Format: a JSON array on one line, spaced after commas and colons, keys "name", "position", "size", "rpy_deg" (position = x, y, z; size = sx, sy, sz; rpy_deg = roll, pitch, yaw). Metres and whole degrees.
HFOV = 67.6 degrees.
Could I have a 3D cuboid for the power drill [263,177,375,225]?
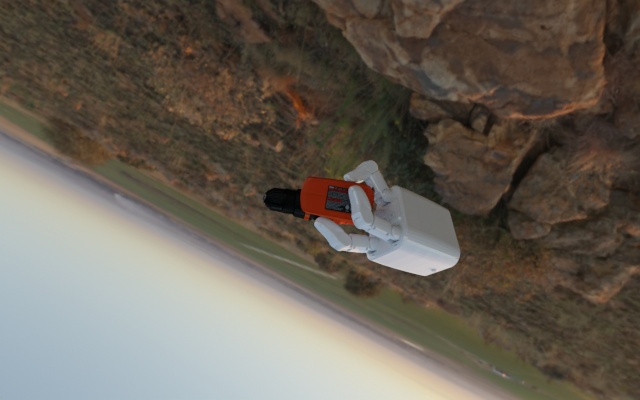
[{"name": "power drill", "position": [0.000, 0.003, 0.757], "size": [0.184, 0.057, 0.187], "rpy_deg": [7, -4, -5]}]
